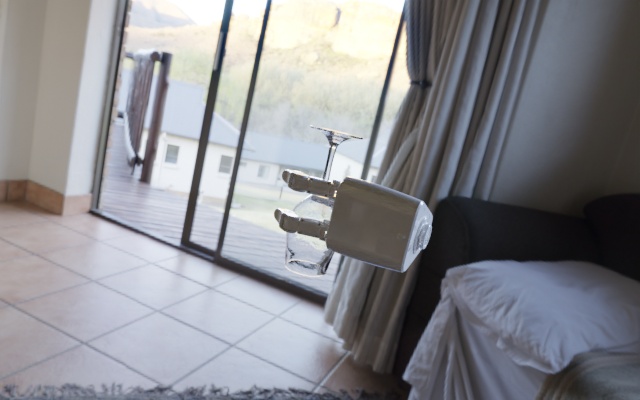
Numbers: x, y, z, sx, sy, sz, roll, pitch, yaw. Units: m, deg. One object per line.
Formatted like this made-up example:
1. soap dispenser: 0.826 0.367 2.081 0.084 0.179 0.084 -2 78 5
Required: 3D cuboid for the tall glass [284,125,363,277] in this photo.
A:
1. tall glass: 0.000 0.001 0.666 0.079 0.201 0.079 13 10 -2
